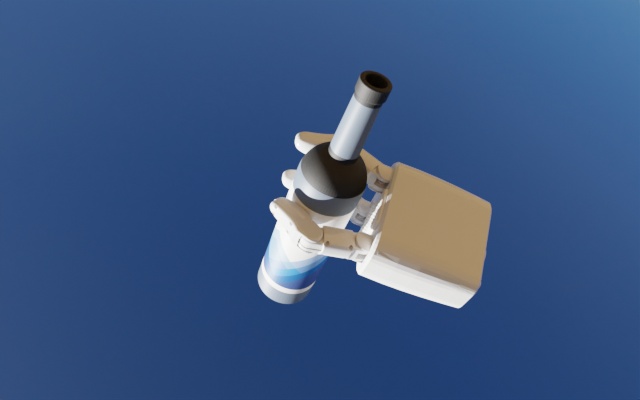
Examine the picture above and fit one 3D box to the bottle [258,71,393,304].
[{"bbox_3d":[0.000,0.002,0.474,0.069,0.069,0.296,0,-40,-23],"label":"bottle"}]
